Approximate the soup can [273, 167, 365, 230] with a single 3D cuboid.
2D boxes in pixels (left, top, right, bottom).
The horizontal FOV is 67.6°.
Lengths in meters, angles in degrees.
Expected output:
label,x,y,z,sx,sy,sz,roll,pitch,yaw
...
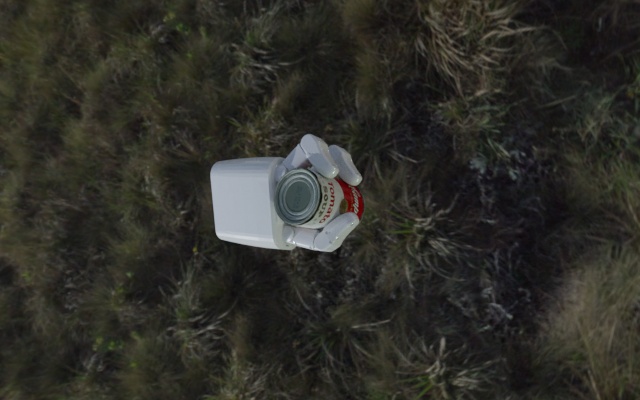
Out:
label,x,y,z,sx,sy,sz,roll,pitch,yaw
soup can,0.000,0.002,0.574,0.068,0.068,0.102,0,-8,33
